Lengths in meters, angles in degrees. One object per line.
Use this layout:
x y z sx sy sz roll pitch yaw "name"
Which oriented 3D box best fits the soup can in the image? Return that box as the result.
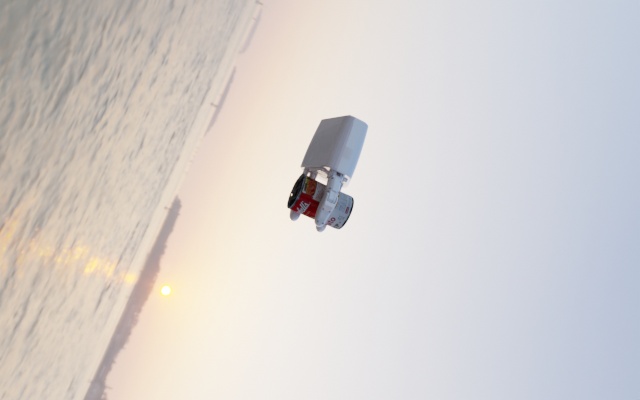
0.000 0.003 0.854 0.102 0.068 0.068 24 -7 -16 "soup can"
